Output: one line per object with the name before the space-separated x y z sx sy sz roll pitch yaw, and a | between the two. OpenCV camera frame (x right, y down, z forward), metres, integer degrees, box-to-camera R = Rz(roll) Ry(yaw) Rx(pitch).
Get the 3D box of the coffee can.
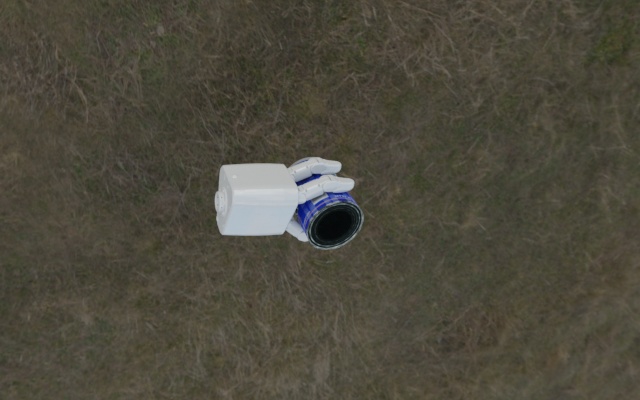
coffee can | 0.000 0.003 0.839 0.103 0.103 0.140 0 35 -26
